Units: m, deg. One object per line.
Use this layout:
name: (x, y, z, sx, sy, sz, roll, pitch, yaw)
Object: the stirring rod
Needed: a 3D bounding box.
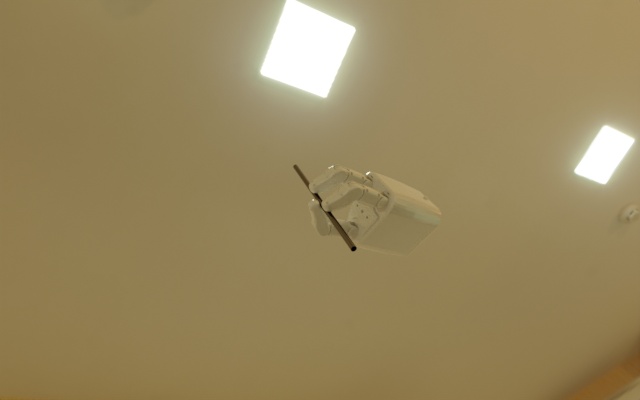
stirring rod: (0.000, 0.002, 0.692, 0.011, 0.011, 0.239, 0, 29, -23)
